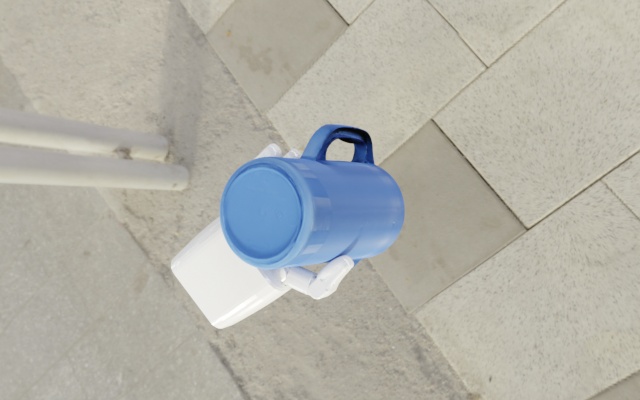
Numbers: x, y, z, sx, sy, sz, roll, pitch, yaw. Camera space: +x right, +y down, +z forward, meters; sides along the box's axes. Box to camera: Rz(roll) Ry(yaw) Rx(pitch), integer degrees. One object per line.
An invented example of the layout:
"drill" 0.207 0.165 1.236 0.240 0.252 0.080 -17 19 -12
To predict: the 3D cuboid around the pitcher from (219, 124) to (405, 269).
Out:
"pitcher" 0.000 0.002 0.551 0.145 0.149 0.243 -36 -16 22
